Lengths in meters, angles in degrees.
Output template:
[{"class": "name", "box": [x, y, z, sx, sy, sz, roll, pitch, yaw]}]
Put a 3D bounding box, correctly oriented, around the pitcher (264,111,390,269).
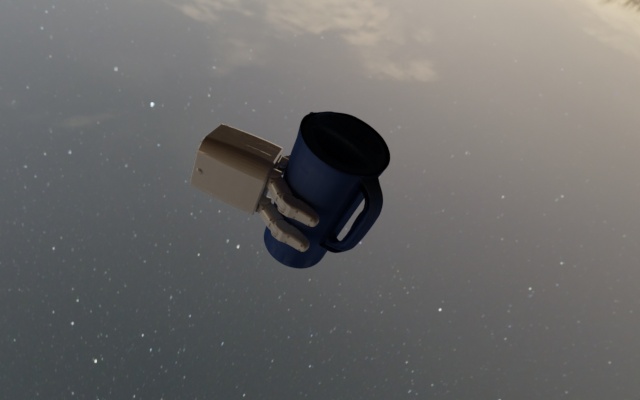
[{"class": "pitcher", "box": [0.000, 0.002, 0.718, 0.145, 0.243, 0.149, 24, 42, -3]}]
